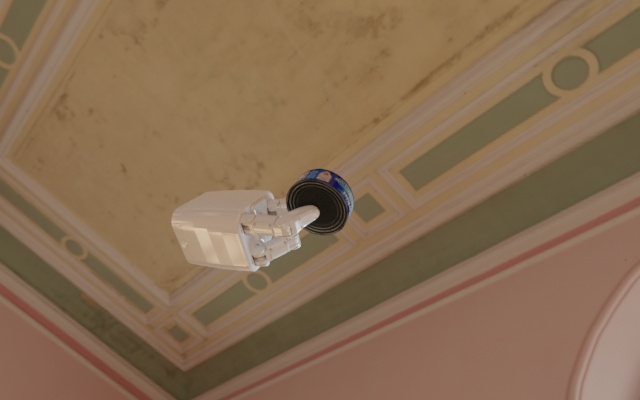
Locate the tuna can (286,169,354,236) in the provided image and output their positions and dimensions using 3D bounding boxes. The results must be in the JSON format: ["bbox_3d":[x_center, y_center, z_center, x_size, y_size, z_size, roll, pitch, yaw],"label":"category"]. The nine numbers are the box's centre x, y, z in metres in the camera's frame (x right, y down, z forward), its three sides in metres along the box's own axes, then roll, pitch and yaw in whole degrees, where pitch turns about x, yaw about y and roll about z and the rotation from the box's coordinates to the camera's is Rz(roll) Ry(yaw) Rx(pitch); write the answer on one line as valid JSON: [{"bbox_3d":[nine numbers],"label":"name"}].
[{"bbox_3d":[0.000,0.002,0.629,0.086,0.086,0.033,0,32,24],"label":"tuna can"}]
